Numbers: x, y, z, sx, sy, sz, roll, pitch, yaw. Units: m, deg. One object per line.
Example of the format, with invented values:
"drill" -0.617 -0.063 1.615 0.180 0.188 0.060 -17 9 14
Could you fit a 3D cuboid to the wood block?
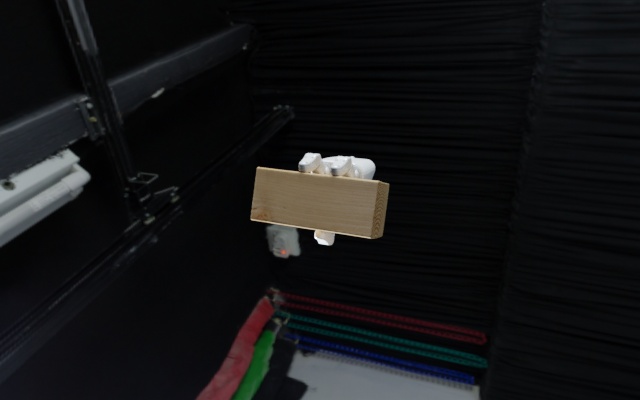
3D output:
"wood block" 0.000 0.003 0.796 0.206 0.091 0.090 7 1 19
